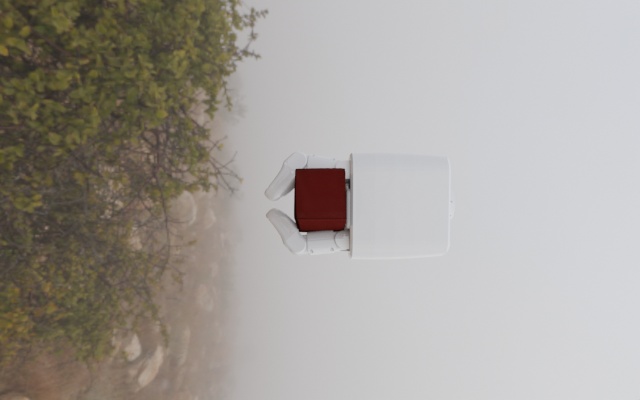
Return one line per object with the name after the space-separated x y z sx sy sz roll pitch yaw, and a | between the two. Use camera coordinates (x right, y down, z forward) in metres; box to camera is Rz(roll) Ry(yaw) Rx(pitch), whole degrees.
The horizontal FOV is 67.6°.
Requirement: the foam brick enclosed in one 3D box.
0.000 0.002 0.498 0.051 0.053 0.078 0 -13 0 | foam brick
